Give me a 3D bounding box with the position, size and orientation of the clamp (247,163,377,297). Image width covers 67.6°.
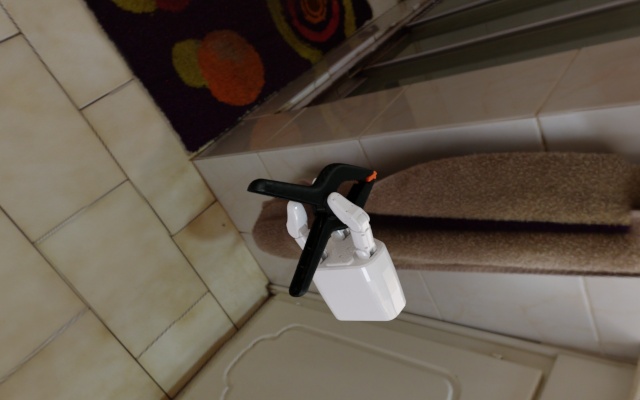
[{"bbox_3d":[0.001,0.002,0.636,0.036,0.165,0.210,5,38,46],"label":"clamp"}]
